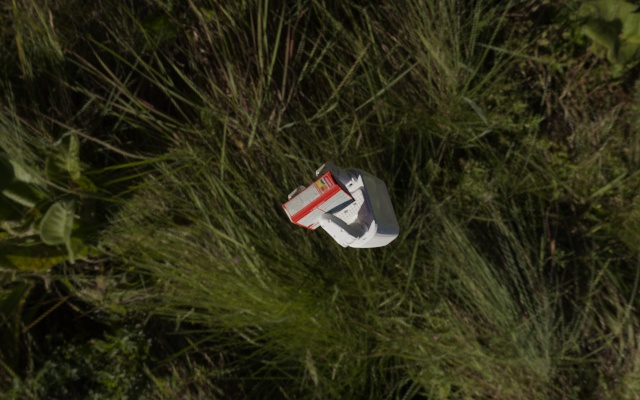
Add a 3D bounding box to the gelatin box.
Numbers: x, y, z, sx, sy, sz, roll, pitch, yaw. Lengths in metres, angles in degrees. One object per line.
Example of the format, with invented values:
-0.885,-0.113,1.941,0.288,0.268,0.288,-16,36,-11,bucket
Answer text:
0.000,0.002,0.615,0.073,0.030,0.089,-35,-17,8,gelatin box
